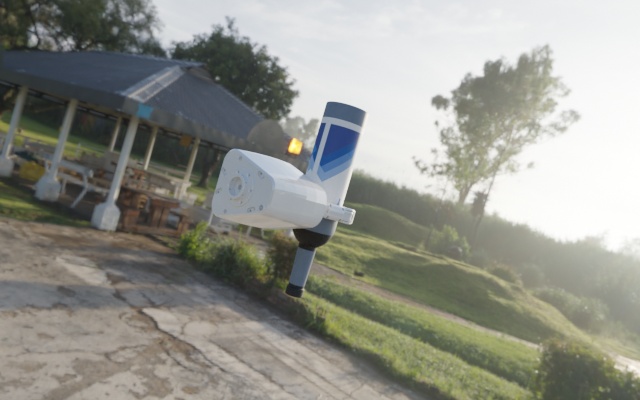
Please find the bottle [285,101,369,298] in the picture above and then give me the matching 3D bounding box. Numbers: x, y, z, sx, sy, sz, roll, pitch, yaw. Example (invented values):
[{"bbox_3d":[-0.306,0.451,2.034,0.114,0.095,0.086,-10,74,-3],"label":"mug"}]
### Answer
[{"bbox_3d":[0.000,0.002,0.723,0.069,0.295,0.069,16,1,0],"label":"bottle"}]
